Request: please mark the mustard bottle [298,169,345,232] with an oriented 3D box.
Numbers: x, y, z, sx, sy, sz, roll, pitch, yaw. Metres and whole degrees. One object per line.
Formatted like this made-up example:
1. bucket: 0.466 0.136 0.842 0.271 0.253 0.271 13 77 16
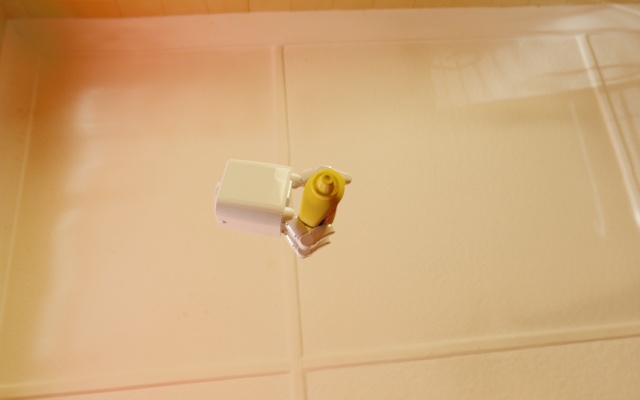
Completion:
1. mustard bottle: 0.000 0.003 0.756 0.058 0.096 0.192 32 -20 7
